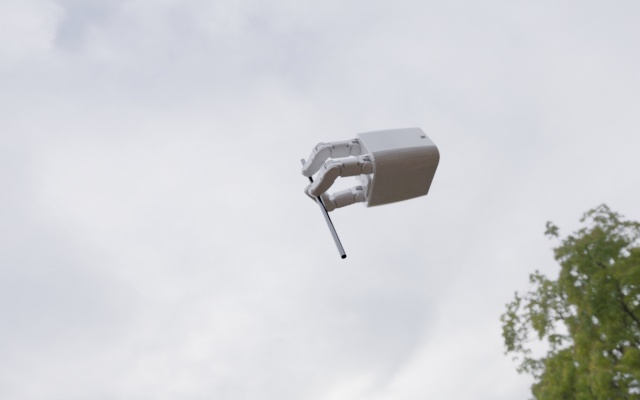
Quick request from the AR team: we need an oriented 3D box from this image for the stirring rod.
[{"bbox_3d":[0.000,0.002,0.691,0.011,0.011,0.239,0,35,-17],"label":"stirring rod"}]
